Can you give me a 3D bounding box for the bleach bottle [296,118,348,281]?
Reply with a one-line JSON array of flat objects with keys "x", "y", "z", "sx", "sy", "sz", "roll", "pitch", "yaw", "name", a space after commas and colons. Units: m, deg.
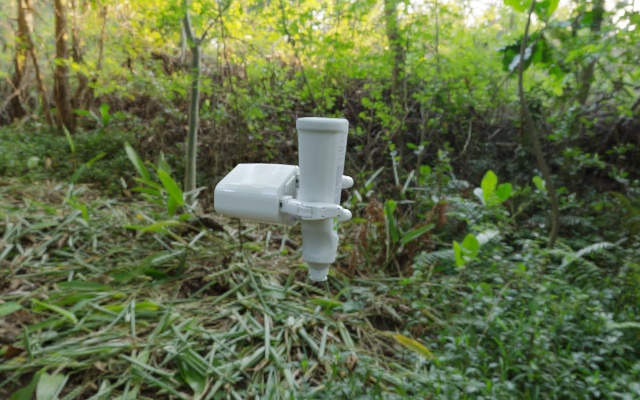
[{"x": 0.000, "y": 0.002, "z": 0.727, "sx": 0.068, "sy": 0.251, "sz": 0.102, "roll": 6, "pitch": 12, "yaw": 14, "name": "bleach bottle"}]
